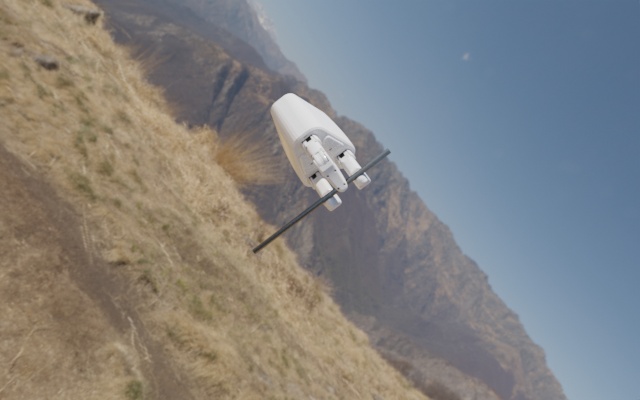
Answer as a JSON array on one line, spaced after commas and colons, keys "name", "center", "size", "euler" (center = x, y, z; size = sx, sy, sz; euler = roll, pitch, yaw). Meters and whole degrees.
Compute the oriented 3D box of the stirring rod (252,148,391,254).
[{"name": "stirring rod", "center": [0.000, 0.002, 0.676], "size": [0.239, 0.011, 0.011], "euler": [-37, -4, 5]}]
